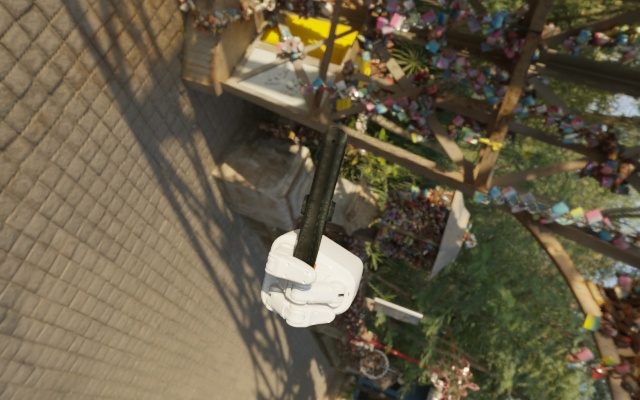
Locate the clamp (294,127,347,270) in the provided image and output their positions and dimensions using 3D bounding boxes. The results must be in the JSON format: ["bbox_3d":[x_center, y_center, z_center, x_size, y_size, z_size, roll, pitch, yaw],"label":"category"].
[{"bbox_3d":[0.001,0.002,0.549,0.039,0.171,0.120,18,8,8],"label":"clamp"}]
